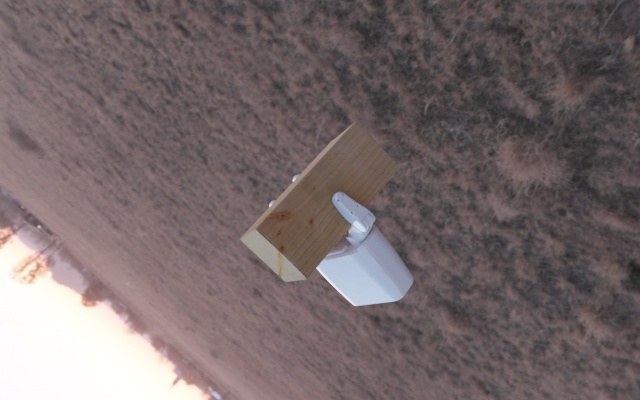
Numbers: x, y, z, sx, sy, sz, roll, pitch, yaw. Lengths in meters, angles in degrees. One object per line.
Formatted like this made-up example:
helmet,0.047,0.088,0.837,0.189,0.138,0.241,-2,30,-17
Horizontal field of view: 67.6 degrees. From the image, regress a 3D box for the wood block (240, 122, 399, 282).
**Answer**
wood block,0.000,0.002,0.649,0.206,0.090,0.091,-49,9,-23
